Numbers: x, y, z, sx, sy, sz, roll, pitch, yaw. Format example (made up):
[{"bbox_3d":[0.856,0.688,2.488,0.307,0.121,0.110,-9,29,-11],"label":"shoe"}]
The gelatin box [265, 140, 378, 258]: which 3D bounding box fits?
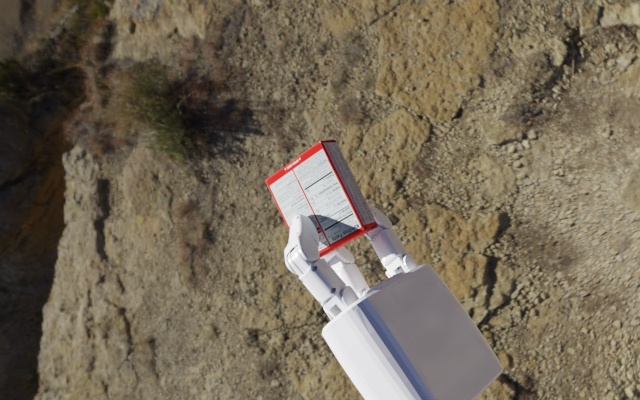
[{"bbox_3d":[0.000,0.001,0.431,0.073,0.089,0.030,-32,-11,32],"label":"gelatin box"}]
